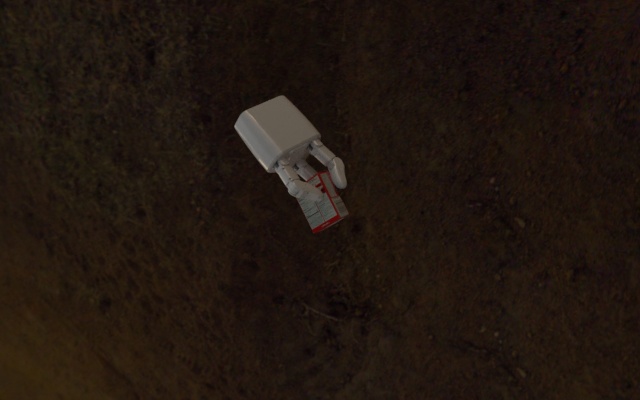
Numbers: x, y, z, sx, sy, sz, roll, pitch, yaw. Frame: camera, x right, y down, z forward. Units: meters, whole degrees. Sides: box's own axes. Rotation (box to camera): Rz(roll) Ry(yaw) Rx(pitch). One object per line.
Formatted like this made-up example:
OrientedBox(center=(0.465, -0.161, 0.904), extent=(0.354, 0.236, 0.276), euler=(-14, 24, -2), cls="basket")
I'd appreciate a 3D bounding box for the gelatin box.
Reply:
OrientedBox(center=(0.000, 0.003, 0.834), extent=(0.073, 0.089, 0.030), euler=(-33, -10, 41), cls="gelatin box")
